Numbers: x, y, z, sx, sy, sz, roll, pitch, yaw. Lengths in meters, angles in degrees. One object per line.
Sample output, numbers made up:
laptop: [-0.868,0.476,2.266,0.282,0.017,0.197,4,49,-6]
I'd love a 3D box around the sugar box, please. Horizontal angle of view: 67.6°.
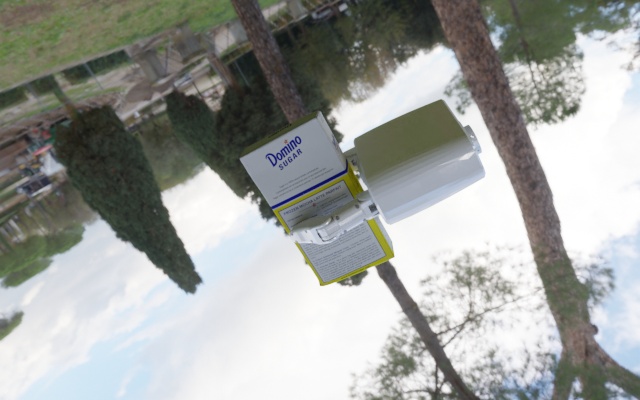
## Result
sugar box: [0.000,0.002,0.515,0.093,0.176,0.048,-25,17,13]
